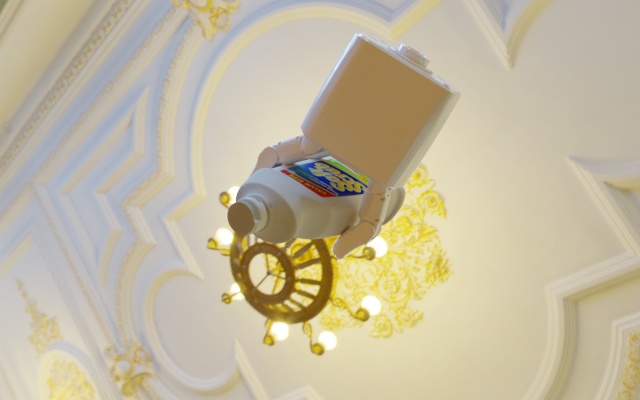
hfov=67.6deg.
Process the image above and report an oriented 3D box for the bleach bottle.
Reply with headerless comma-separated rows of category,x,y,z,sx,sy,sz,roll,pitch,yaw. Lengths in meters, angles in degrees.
bleach bottle,0.000,0.002,0.501,0.102,0.068,0.251,40,25,18
